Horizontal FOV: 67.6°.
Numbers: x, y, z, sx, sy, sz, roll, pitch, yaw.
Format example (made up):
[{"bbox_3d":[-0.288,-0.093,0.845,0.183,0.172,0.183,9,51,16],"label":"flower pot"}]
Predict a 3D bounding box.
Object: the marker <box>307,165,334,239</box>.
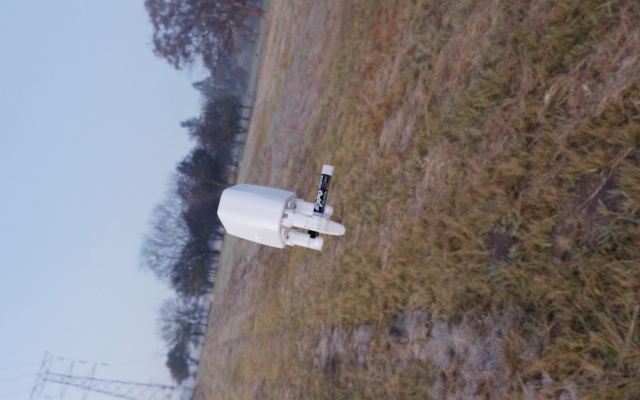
[{"bbox_3d":[0.000,0.003,0.772,0.020,0.121,0.020,13,-7,2],"label":"marker"}]
